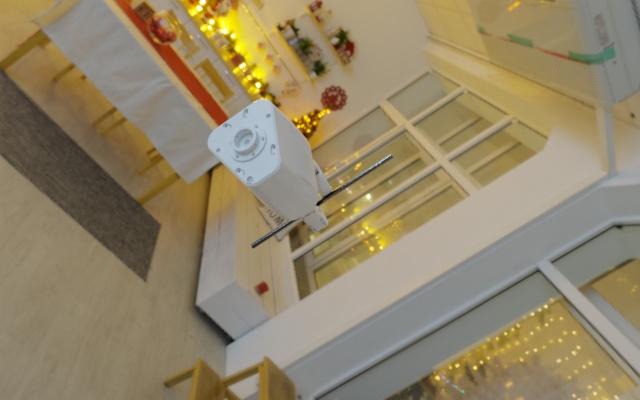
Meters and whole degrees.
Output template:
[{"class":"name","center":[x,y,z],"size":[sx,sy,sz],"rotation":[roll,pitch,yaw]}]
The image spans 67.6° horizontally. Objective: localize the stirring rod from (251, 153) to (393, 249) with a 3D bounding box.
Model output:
[{"class":"stirring rod","center":[0.000,0.002,0.683],"size":[0.239,0.011,0.011],"rotation":[-33,-5,7]}]
